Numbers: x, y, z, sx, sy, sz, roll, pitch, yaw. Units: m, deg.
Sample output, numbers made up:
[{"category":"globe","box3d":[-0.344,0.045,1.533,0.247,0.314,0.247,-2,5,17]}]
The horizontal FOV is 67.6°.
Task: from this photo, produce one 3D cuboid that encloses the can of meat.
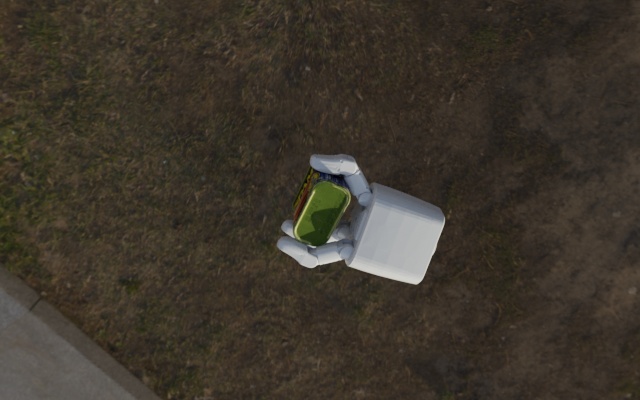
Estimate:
[{"category":"can of meat","box3d":[0.000,0.002,0.654,0.057,0.102,0.084,22,23,-11]}]
